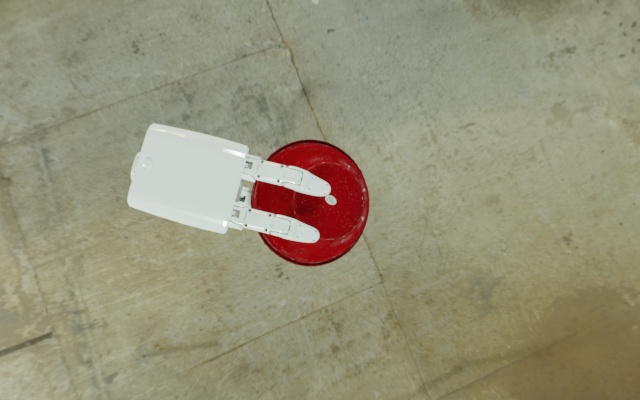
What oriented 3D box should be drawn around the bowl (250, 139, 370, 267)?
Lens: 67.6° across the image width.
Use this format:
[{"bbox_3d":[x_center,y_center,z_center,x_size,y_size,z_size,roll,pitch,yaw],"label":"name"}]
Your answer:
[{"bbox_3d":[0.002,0.002,0.583,0.162,0.162,0.055,0,-2,-23],"label":"bowl"}]
